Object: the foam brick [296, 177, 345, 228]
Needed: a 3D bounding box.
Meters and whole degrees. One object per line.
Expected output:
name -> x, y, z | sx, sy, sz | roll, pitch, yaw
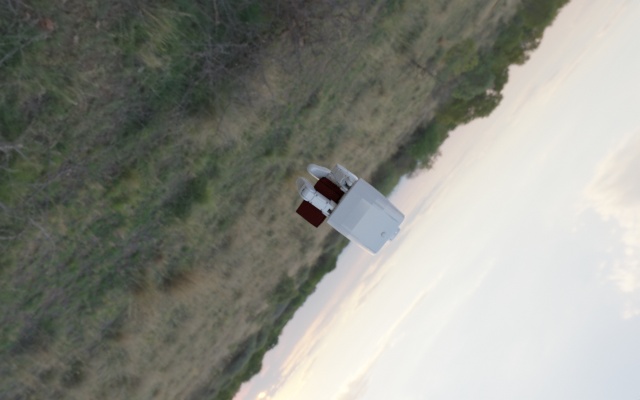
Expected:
foam brick -> 0.000, 0.003, 0.881 | 0.051, 0.078, 0.053 | 38, 15, 3
